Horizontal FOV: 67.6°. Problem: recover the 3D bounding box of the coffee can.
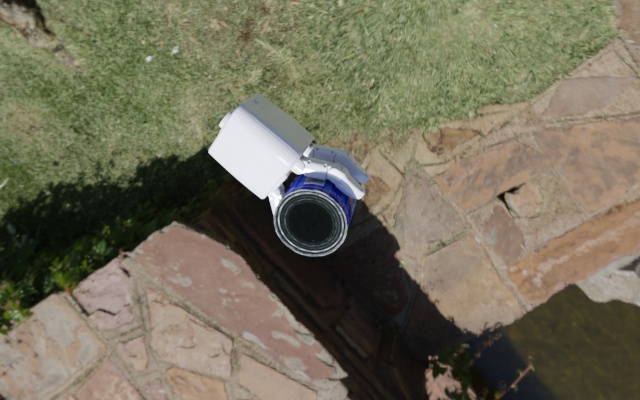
[{"bbox_3d":[0.000,0.002,0.701,0.103,0.103,0.140,0,25,13],"label":"coffee can"}]
